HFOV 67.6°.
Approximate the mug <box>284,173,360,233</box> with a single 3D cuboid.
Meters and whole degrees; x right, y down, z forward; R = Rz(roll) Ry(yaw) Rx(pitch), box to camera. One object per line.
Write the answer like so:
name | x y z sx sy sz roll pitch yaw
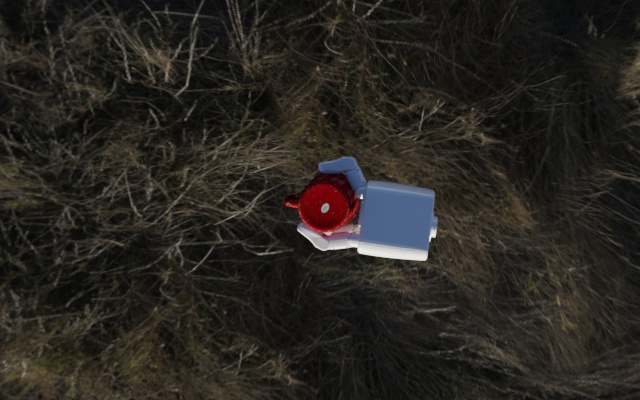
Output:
mug | -0.001 0.002 0.751 0.117 0.093 0.081 6 9 10
